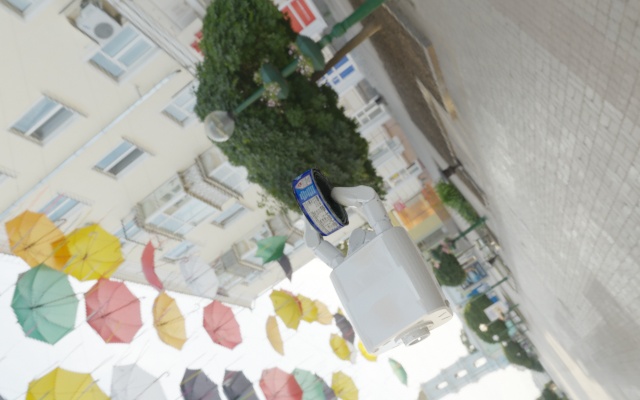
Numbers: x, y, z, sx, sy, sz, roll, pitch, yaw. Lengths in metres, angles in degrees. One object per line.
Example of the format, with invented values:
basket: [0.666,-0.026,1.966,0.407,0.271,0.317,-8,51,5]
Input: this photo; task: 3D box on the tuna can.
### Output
tuna can: [0.000,0.002,0.604,0.034,0.086,0.086,-31,-8,13]
